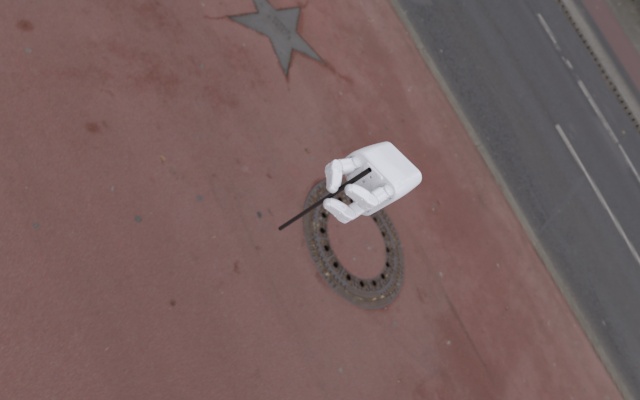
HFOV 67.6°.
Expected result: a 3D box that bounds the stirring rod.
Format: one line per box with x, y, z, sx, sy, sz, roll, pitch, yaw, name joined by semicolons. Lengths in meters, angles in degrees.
0.000;0.003;0.805;0.011;0.011;0.239;0;-24;-43;stirring rod
